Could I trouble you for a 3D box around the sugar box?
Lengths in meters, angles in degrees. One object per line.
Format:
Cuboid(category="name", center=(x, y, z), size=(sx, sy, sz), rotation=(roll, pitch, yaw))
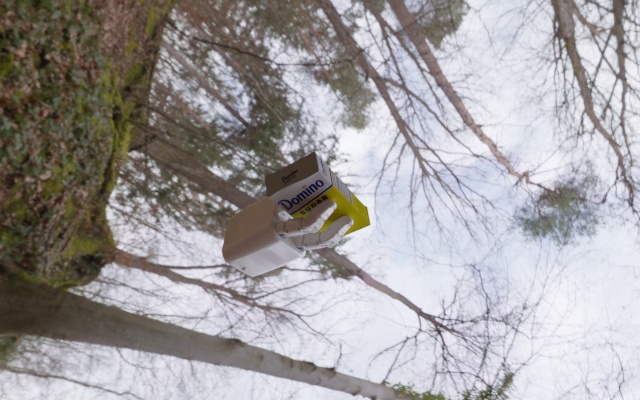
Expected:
Cuboid(category="sugar box", center=(0.000, 0.003, 0.757), size=(0.093, 0.048, 0.176), rotation=(-26, -38, 20))
